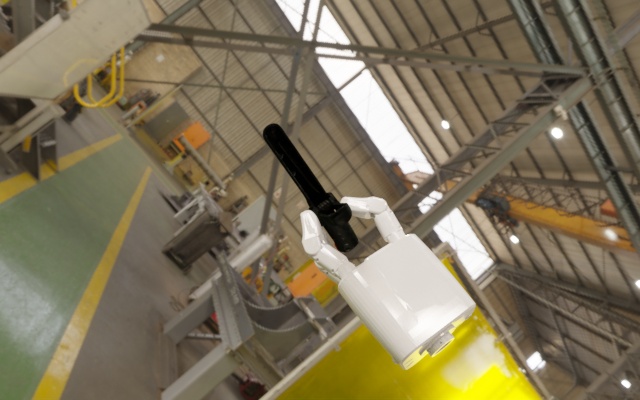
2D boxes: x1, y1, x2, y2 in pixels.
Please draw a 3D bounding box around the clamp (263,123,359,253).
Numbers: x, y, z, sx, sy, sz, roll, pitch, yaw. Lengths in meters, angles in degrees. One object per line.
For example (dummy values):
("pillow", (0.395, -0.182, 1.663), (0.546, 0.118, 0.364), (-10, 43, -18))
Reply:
("clamp", (0.001, 0.002, 0.599), (0.036, 0.164, 0.210), (-35, -28, -4))
